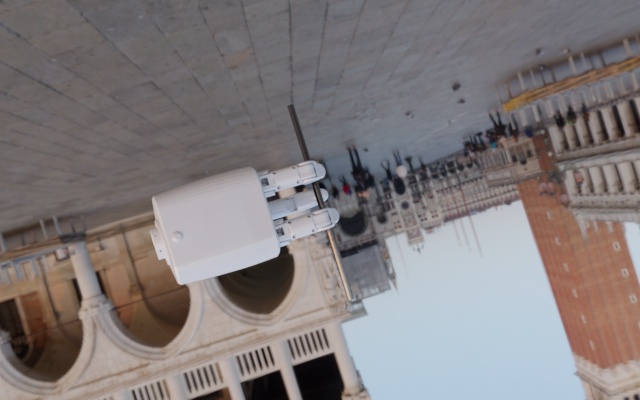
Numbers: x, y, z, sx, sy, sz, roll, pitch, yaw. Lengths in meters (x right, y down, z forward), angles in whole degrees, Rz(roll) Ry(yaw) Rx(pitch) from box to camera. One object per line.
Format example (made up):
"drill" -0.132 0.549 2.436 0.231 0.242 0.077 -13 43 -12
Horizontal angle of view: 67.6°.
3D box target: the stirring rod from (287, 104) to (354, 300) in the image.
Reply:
"stirring rod" 0.000 0.002 0.566 0.011 0.239 0.011 -17 -1 0
